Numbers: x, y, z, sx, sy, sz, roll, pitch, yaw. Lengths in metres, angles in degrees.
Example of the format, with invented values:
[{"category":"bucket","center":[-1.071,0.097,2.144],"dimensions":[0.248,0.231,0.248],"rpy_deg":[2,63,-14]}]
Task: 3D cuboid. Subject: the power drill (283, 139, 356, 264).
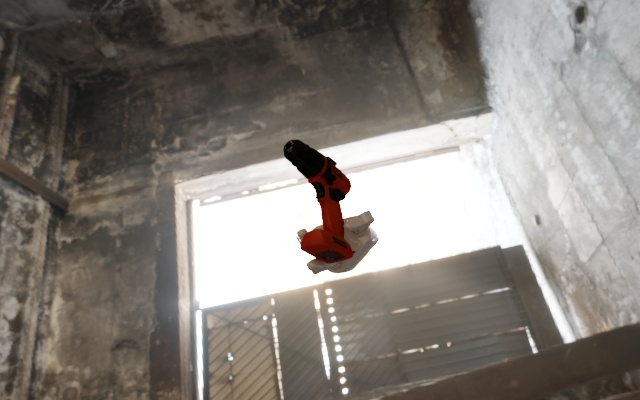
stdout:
[{"category":"power drill","center":[0.000,0.003,0.826],"dimensions":[0.057,0.187,0.184],"rpy_deg":[-19,-32,30]}]
